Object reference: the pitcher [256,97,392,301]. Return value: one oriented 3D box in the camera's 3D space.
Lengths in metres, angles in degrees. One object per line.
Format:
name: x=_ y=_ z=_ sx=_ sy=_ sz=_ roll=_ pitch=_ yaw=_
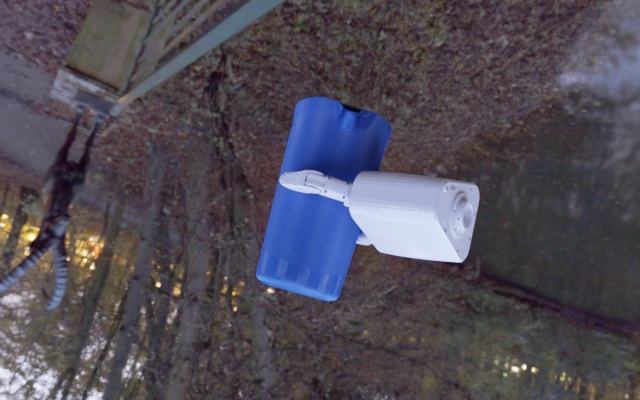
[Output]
pitcher: x=0.000 y=0.002 z=0.630 sx=0.145 sy=0.242 sz=0.149 roll=6 pitch=-15 yaw=38
